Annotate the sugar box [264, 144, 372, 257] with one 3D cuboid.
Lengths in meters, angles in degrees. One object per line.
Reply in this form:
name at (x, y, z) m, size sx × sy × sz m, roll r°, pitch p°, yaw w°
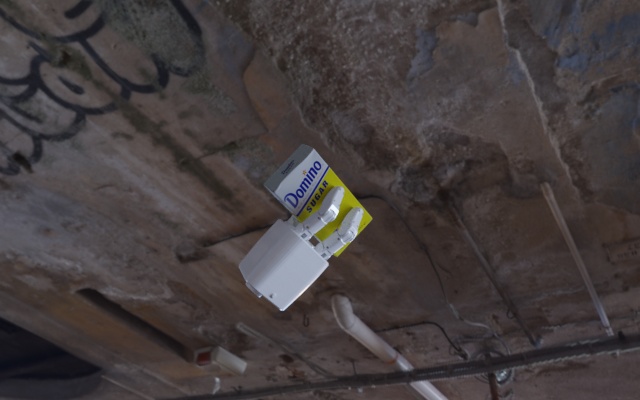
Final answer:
sugar box at (0.000, 0.003, 0.773) m, size 0.176 × 0.093 × 0.048 m, roll 47°, pitch -8°, yaw -35°
